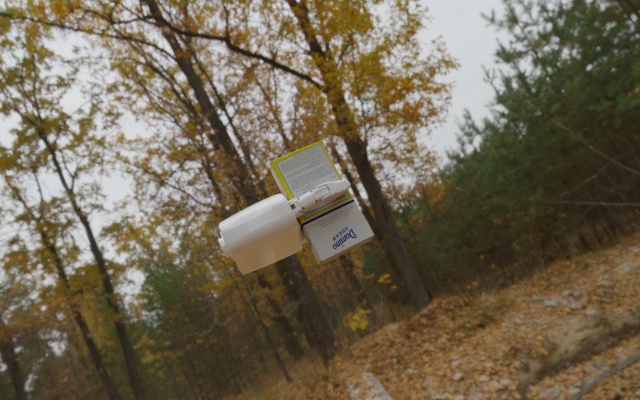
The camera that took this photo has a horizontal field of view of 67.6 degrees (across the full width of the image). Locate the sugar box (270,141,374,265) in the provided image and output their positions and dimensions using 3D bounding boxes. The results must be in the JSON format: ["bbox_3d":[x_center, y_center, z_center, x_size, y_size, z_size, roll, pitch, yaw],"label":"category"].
[{"bbox_3d":[0.000,0.003,0.744,0.093,0.176,0.048,-24,-12,-12],"label":"sugar box"}]
